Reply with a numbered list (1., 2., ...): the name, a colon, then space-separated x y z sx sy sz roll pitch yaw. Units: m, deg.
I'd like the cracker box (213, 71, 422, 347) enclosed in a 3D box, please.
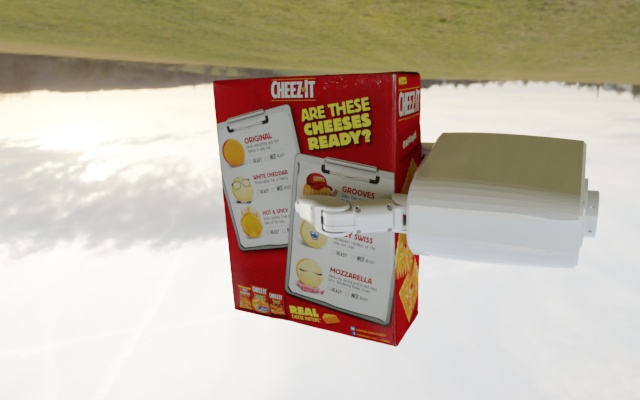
1. cracker box: 0.000 0.002 0.415 0.164 0.214 0.072 5 17 27
